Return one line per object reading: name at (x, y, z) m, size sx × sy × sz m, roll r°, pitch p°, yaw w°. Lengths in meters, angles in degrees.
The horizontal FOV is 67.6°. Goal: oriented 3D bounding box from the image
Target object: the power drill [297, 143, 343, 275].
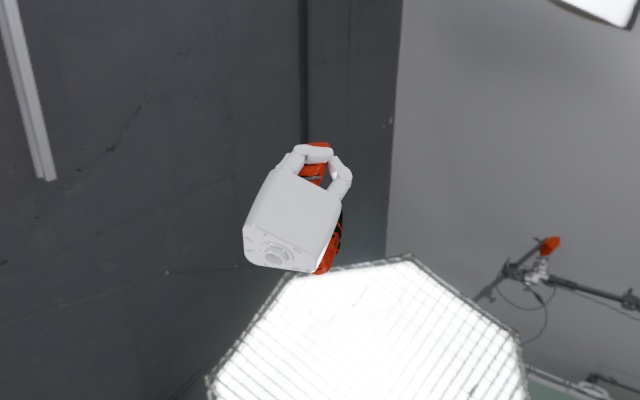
power drill at (0.000, 0.002, 0.799) m, size 0.057 × 0.188 × 0.184 m, roll -5°, pitch 29°, yaw 12°
